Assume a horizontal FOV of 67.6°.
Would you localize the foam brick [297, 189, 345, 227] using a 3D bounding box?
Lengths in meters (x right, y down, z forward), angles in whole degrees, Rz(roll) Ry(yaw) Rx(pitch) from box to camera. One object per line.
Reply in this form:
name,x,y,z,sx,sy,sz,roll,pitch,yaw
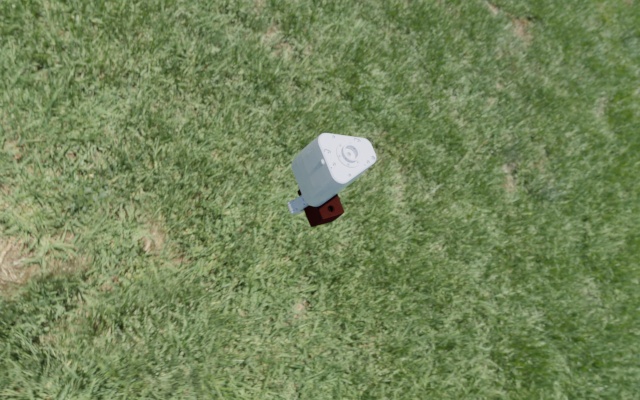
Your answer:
foam brick,0.000,0.003,0.898,0.053,0.078,0.051,-15,-12,-33
